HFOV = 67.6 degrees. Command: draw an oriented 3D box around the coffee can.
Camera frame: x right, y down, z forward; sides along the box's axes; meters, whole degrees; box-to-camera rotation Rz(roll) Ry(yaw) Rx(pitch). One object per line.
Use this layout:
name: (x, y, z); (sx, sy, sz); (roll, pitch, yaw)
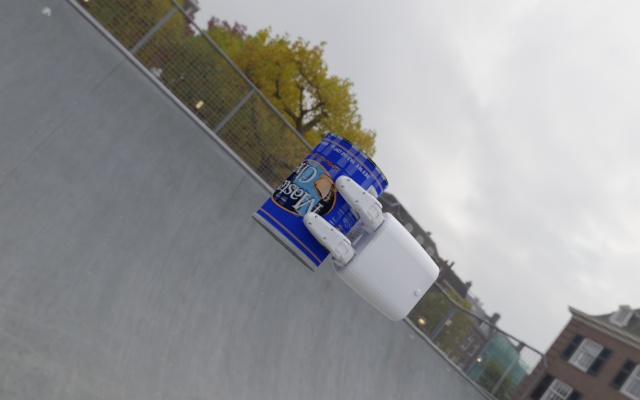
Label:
coffee can: (0.000, 0.002, 0.589); (0.103, 0.140, 0.103); (41, -8, 7)
